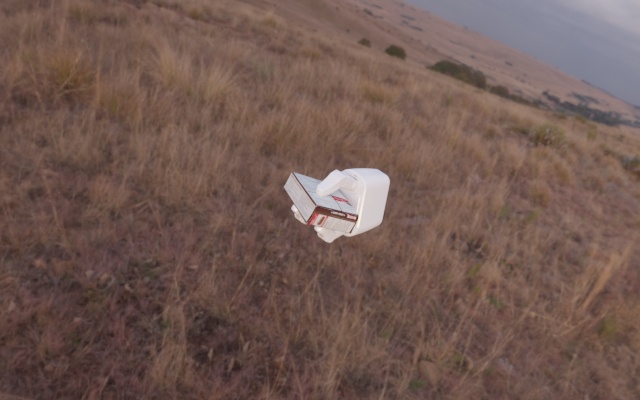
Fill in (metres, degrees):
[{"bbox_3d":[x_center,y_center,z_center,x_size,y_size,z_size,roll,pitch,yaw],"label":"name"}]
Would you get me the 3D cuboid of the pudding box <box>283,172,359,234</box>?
[{"bbox_3d":[0.000,0.002,0.784,0.090,0.039,0.113,14,23,-33],"label":"pudding box"}]
